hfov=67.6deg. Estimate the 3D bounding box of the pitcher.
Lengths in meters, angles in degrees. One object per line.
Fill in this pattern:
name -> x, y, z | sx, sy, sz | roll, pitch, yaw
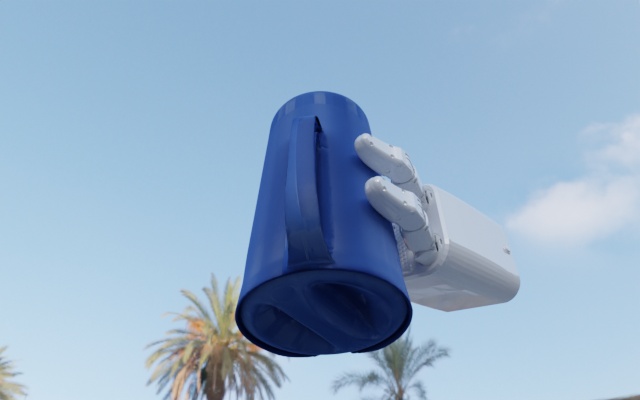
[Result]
pitcher -> 0.000, 0.002, 0.430 | 0.145, 0.242, 0.149 | 25, -50, -25
